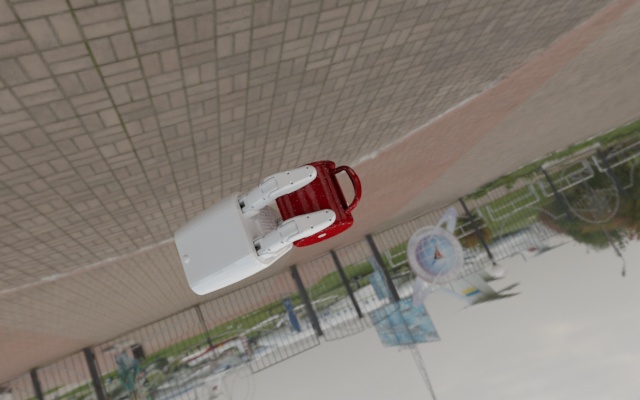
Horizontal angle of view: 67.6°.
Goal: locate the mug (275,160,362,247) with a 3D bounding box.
[{"bbox_3d":[0.001,0.002,0.588,0.117,0.081,0.093,-28,-14,25],"label":"mug"}]
